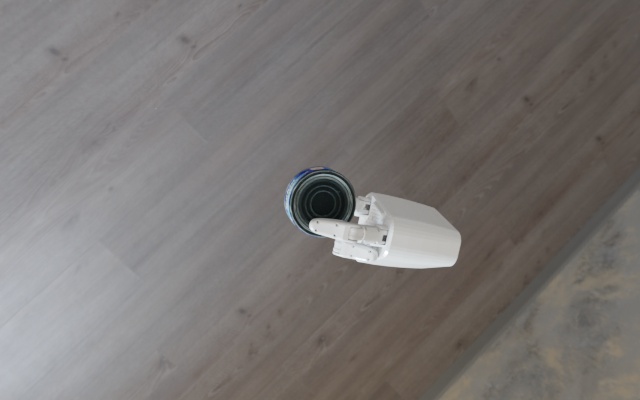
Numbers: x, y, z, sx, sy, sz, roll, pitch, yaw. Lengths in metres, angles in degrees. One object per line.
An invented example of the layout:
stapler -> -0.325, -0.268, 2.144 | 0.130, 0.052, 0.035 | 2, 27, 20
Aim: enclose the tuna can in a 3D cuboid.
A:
tuna can -> 0.000, 0.002, 0.589 | 0.086, 0.086, 0.033 | 0, 9, -13
